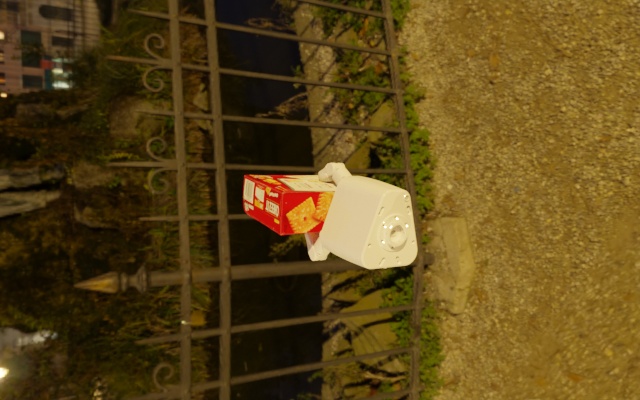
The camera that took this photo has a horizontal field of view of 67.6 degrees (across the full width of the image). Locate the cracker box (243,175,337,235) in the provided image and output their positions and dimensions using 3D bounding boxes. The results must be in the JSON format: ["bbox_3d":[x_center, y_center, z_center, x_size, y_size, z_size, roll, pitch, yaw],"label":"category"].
[{"bbox_3d":[0.000,0.002,0.784,0.214,0.072,0.164,-1,11,-29],"label":"cracker box"}]
